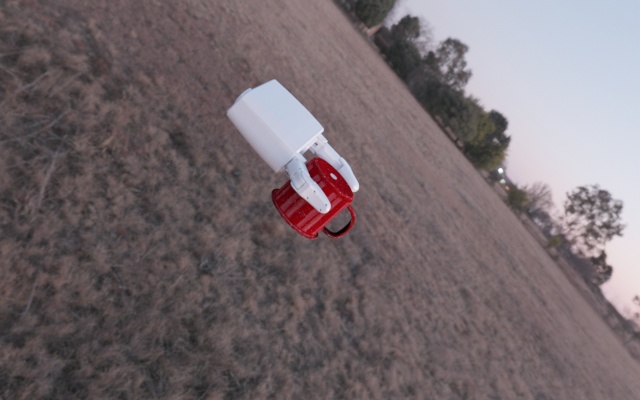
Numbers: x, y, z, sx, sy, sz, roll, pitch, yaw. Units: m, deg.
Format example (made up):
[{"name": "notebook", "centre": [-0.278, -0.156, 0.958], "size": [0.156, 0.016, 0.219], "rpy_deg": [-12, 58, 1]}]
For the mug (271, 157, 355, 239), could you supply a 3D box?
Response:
[{"name": "mug", "centre": [0.001, 0.003, 0.673], "size": [0.081, 0.117, 0.093], "rpy_deg": [-42, 7, 17]}]
